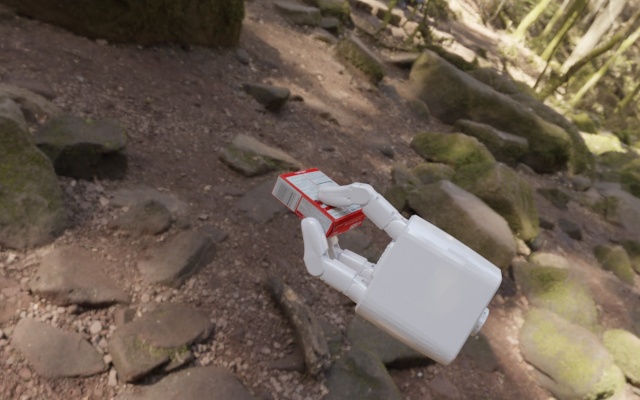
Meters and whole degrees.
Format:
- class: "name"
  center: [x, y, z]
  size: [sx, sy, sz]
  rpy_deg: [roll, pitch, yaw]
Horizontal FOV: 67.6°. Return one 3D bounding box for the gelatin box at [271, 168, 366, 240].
- class: "gelatin box"
  center: [0.000, 0.001, 0.543]
  size: [0.089, 0.030, 0.073]
  rpy_deg: [39, 29, 22]
